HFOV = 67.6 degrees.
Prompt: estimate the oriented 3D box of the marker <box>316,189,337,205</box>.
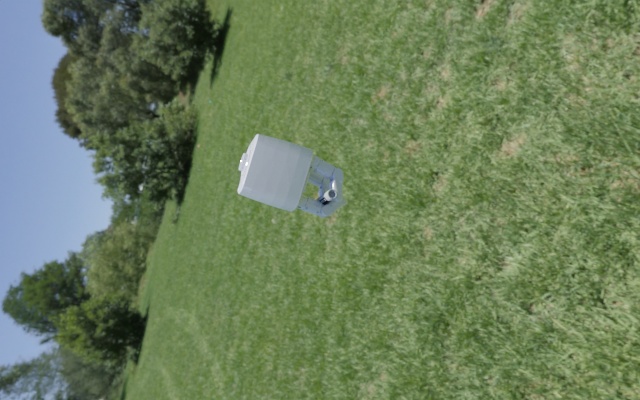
[{"bbox_3d":[0.000,0.003,0.890,0.020,0.020,0.121,0,-13,-21],"label":"marker"}]
